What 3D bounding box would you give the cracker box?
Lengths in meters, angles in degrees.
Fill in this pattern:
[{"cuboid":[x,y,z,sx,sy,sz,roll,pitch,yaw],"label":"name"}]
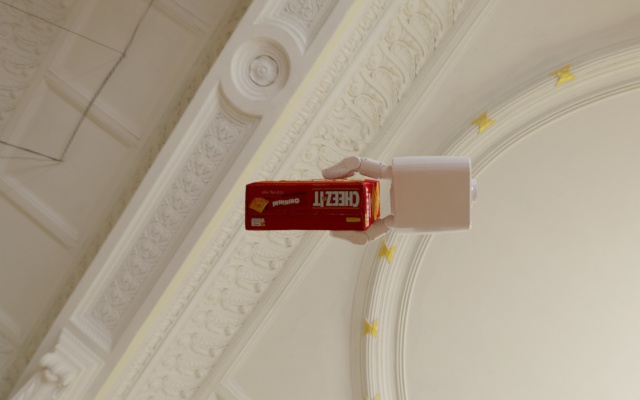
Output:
[{"cuboid":[0.000,0.003,0.720,0.164,0.072,0.213,-1,2,12],"label":"cracker box"}]
